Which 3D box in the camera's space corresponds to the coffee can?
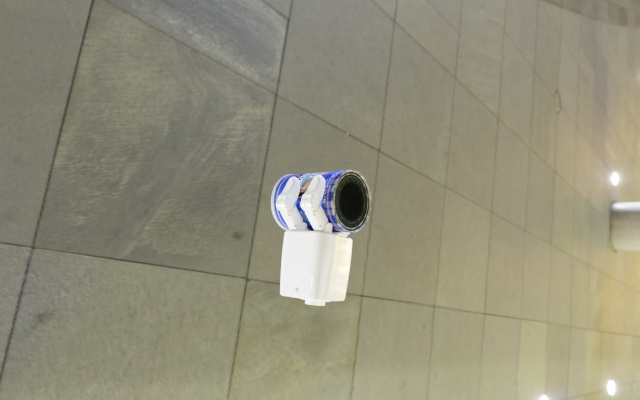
[{"bbox_3d":[0.000,0.002,0.816,0.140,0.103,0.103,-2,-1,41],"label":"coffee can"}]
